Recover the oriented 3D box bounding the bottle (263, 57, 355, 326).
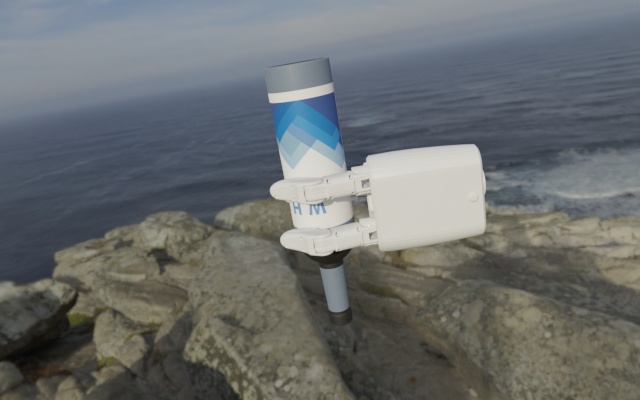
[{"bbox_3d":[0.000,0.001,0.518,0.069,0.296,0.069,-9,17,3],"label":"bottle"}]
